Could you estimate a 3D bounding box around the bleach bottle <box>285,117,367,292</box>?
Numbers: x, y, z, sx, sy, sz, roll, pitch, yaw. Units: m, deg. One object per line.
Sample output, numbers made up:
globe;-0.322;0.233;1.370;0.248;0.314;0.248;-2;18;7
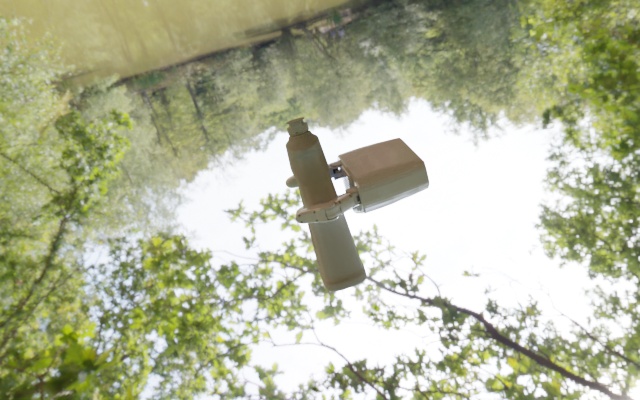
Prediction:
bleach bottle;0.000;0.002;0.710;0.068;0.251;0.102;-18;18;-4
